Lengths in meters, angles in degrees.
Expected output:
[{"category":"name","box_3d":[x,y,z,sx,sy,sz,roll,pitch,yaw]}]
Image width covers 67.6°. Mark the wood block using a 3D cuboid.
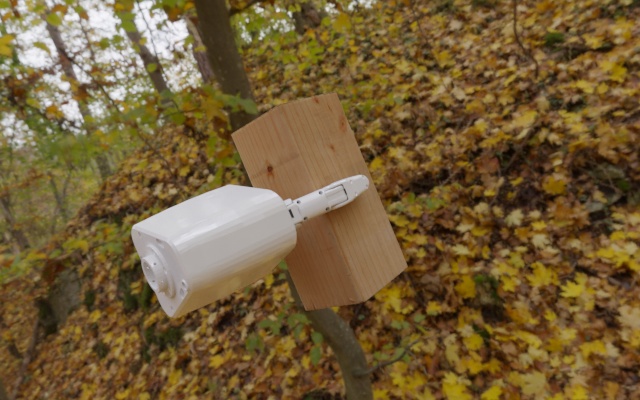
[{"category":"wood block","box_3d":[0.000,0.002,0.513,0.091,0.206,0.090,-20,4,43]}]
